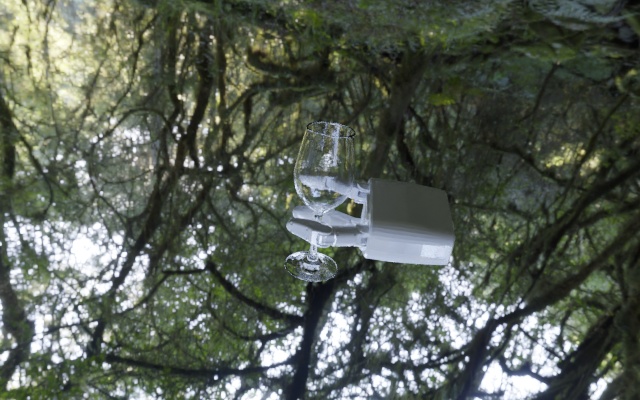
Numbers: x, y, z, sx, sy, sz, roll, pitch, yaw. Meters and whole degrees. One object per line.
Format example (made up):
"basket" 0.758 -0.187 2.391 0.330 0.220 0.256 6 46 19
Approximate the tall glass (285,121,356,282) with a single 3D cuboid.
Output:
"tall glass" 0.000 0.003 0.625 0.079 0.201 0.079 6 25 -3
